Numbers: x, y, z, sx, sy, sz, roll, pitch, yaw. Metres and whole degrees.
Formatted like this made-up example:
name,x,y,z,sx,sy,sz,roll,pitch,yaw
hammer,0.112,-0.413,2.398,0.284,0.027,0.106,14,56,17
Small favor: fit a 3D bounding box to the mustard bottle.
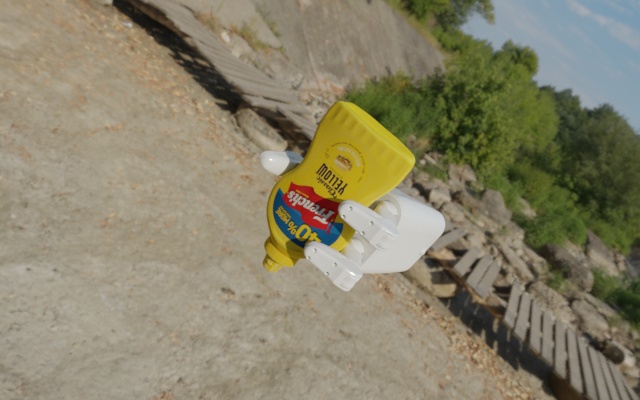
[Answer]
name,x,y,z,sx,sy,sz,roll,pitch,yaw
mustard bottle,0.000,0.001,0.485,0.096,0.192,0.058,42,21,11
